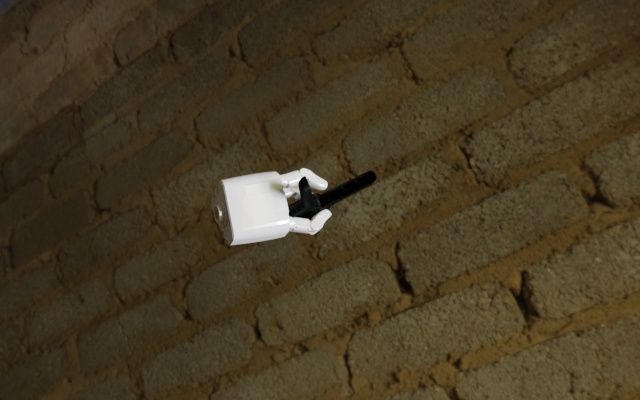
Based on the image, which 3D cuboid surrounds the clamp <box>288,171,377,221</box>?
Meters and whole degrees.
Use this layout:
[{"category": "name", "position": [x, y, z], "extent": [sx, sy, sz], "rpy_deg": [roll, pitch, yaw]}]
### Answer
[{"category": "clamp", "position": [0.000, 0.004, 0.897], "extent": [0.164, 0.036, 0.210], "rpy_deg": [-9, -22, -29]}]
